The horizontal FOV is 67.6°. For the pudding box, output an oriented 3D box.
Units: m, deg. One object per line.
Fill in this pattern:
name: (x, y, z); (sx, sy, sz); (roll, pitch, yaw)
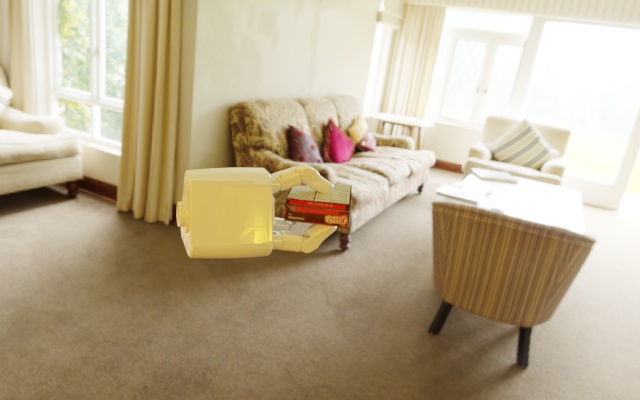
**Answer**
pudding box: (0.000, 0.002, 0.693); (0.090, 0.039, 0.113); (7, 18, 3)
